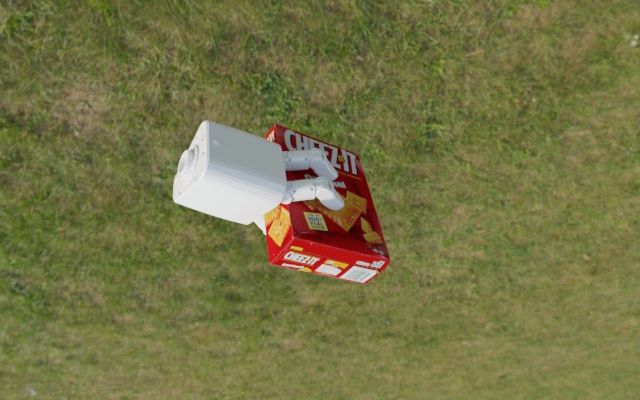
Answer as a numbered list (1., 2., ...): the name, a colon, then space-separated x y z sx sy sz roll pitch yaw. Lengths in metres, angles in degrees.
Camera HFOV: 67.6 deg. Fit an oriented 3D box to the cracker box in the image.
1. cracker box: 0.000 0.003 0.691 0.164 0.213 0.072 17 -47 -31
